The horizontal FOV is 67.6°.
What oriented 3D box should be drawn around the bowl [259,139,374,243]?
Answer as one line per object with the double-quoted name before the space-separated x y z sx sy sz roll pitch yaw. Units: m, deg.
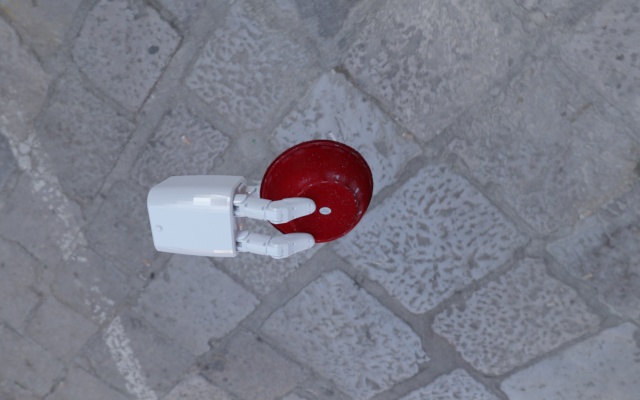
"bowl" 0.001 0.002 0.644 0.162 0.162 0.055 0 30 -12
